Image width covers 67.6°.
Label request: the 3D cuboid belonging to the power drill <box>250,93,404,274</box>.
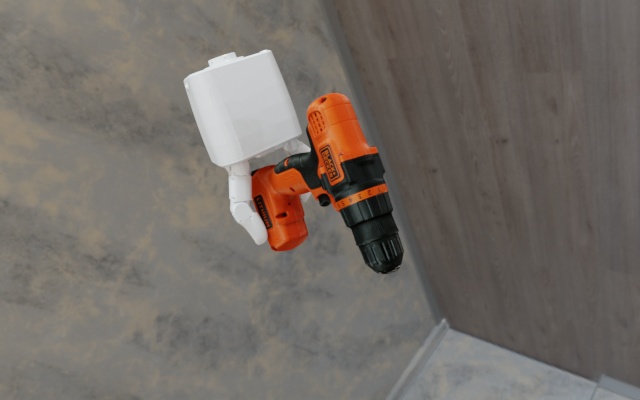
[{"bbox_3d":[0.000,0.002,0.522,0.057,0.184,0.188,-14,-7,-38],"label":"power drill"}]
